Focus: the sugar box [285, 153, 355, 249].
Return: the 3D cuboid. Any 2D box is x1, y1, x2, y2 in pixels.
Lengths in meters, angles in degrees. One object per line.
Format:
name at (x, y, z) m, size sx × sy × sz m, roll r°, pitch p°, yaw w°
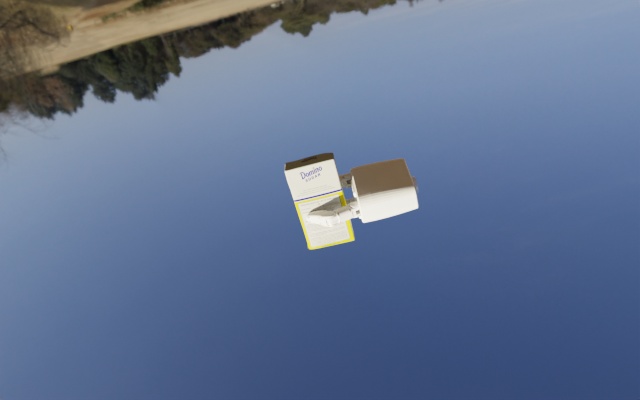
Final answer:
sugar box at (0.000, 0.003, 0.896) m, size 0.093 × 0.176 × 0.048 m, roll -13°, pitch 25°, yaw 4°
